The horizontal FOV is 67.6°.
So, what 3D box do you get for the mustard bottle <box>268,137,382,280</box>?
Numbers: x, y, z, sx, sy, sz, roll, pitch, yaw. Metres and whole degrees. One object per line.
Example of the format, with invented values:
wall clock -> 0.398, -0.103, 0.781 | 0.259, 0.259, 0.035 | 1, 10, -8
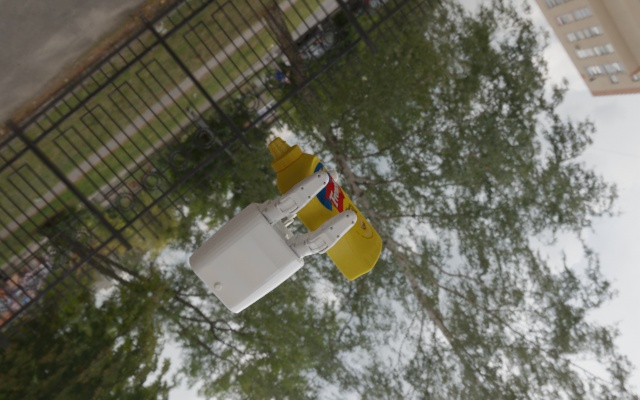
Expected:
mustard bottle -> 0.001, 0.002, 0.595 | 0.058, 0.192, 0.096 | -32, 14, 25
